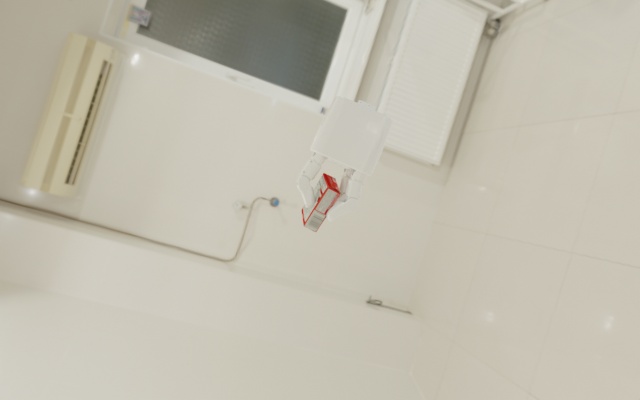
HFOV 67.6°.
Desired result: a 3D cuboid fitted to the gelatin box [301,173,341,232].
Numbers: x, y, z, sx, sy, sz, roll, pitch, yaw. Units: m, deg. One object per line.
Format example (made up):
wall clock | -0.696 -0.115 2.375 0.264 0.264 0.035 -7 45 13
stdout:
gelatin box | 0.000 0.003 0.868 0.030 0.089 0.073 28 17 -16
